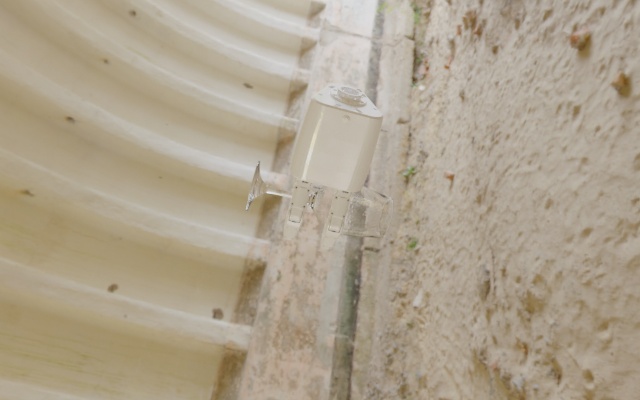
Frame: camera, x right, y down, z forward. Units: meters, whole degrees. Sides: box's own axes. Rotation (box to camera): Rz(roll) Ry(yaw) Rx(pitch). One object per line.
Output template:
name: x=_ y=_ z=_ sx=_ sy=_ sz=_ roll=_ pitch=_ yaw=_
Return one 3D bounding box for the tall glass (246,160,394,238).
tall glass: x=-0.001 y=0.002 z=0.687 sx=0.201 sy=0.079 sz=0.079 roll=14 pitch=-1 yaw=-6
